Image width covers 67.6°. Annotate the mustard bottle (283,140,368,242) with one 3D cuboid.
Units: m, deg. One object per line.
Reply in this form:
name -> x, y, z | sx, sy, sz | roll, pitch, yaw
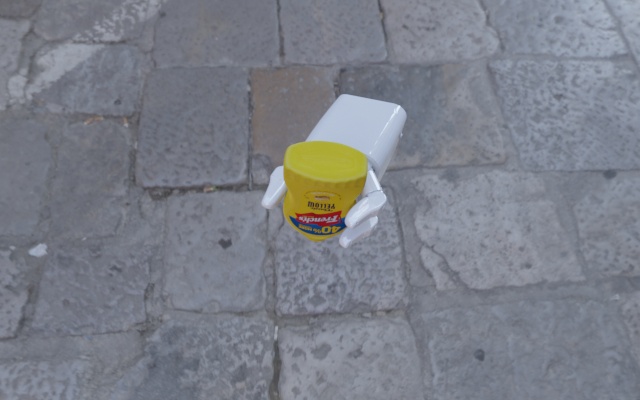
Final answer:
mustard bottle -> 0.000, 0.002, 0.615 | 0.096, 0.058, 0.192 | 5, -31, -2
